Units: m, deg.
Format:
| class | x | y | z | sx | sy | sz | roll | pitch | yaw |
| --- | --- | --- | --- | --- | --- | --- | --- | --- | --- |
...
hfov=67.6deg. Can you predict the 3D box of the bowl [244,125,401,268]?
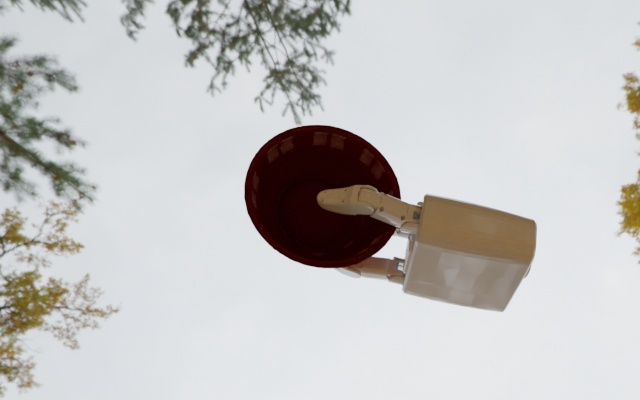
| class | x | y | z | sx | sy | sz | roll | pitch | yaw |
| --- | --- | --- | --- | --- | --- | --- | --- | --- | --- |
| bowl | -0.001 | 0.001 | 0.504 | 0.162 | 0.162 | 0.055 | 0 | -25 | -11 |
